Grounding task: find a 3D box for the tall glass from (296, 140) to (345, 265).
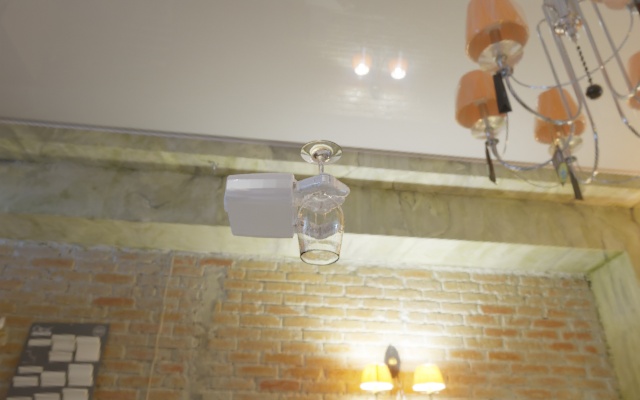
[{"bbox_3d":[0.000,0.002,0.786,0.079,0.201,0.079,0,-30,0],"label":"tall glass"}]
